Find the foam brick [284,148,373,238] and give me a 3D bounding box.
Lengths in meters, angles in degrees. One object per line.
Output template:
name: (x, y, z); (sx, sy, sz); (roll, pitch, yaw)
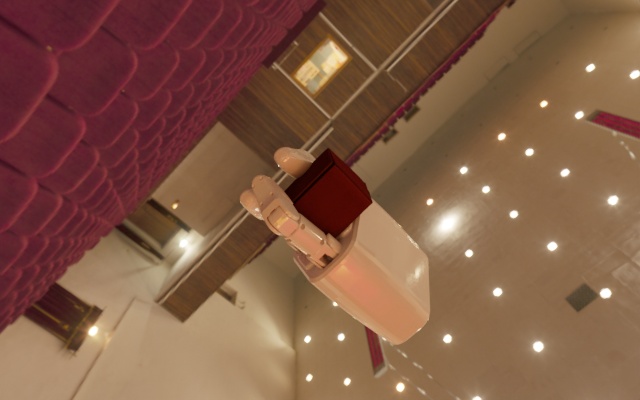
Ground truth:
foam brick: (0.000, 0.001, 0.428); (0.051, 0.078, 0.053); (42, 14, -16)
